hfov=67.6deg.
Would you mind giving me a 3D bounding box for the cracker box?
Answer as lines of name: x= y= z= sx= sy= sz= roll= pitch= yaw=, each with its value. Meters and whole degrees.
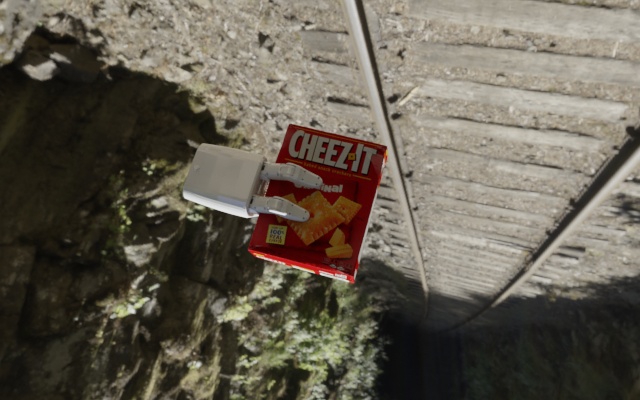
cracker box: x=0.000 y=0.003 z=0.742 sx=0.164 sy=0.213 sz=0.072 roll=14 pitch=-14 yaw=8
